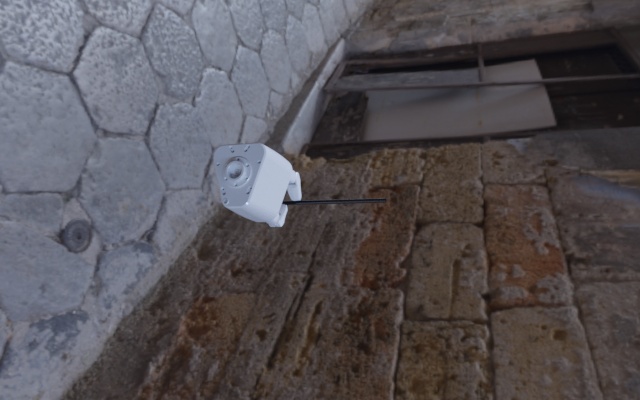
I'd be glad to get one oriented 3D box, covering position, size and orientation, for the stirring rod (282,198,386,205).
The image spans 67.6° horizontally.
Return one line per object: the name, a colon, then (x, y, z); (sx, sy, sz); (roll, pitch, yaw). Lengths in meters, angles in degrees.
stirring rod: (0.000, 0.003, 0.874); (0.239, 0.011, 0.011); (-1, -1, 18)
